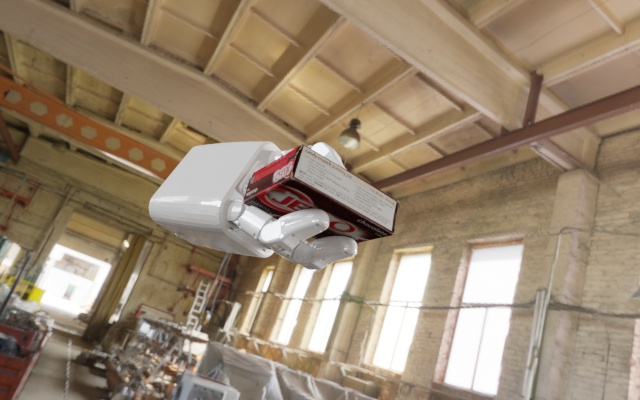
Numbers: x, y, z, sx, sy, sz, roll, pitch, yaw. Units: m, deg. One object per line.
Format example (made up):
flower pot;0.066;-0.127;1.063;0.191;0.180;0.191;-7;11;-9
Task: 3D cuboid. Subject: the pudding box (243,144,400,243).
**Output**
pudding box;0.000;0.001;0.431;0.113;0.039;0.090;26;-25;-26
